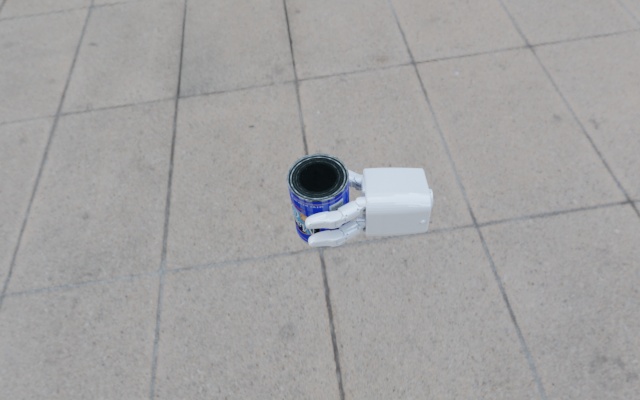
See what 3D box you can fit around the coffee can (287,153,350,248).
[{"bbox_3d":[0.000,0.003,0.833,0.103,0.102,0.140,0,-37,5],"label":"coffee can"}]
